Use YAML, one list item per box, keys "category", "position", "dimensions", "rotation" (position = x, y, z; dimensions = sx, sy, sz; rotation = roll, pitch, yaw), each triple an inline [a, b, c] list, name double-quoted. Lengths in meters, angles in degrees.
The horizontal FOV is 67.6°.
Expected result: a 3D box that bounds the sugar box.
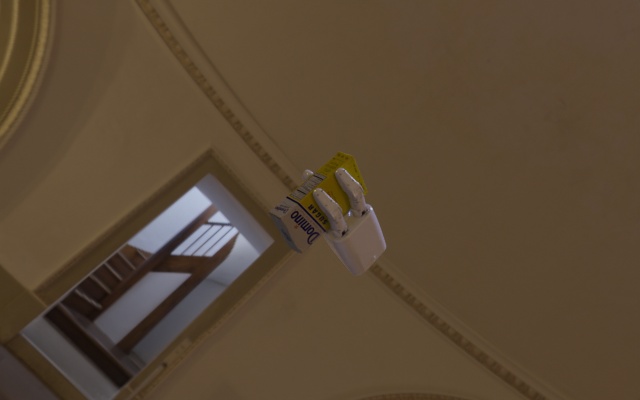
- category: "sugar box"
  position: [0.001, 0.003, 0.845]
  dimensions: [0.176, 0.093, 0.048]
  rotation: [-44, 40, -21]
